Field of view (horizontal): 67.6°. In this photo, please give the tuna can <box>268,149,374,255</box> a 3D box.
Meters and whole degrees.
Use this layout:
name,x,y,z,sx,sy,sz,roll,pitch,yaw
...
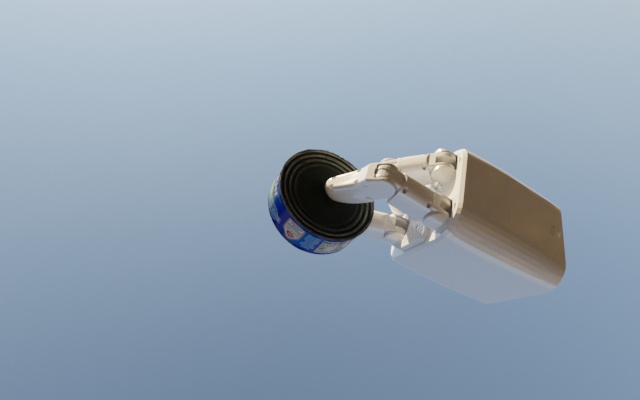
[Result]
name,x,y,z,sx,sy,sz,roll,pitch,yaw
tuna can,0.000,0.002,0.402,0.086,0.086,0.034,0,-29,-29
